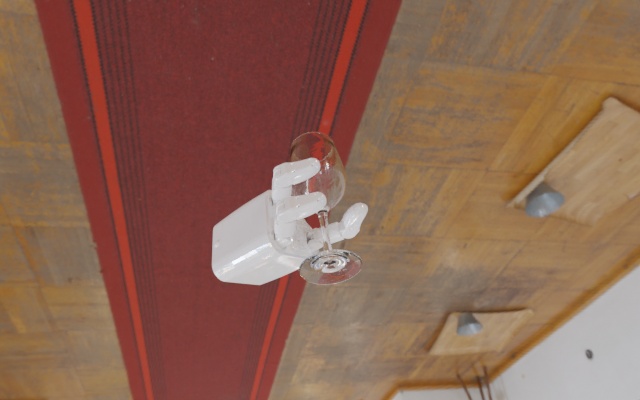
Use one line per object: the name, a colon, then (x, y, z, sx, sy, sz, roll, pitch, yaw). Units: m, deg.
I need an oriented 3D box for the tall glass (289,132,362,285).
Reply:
tall glass: (0.000, 0.003, 0.613, 0.079, 0.200, 0.079, -5, -39, -4)
